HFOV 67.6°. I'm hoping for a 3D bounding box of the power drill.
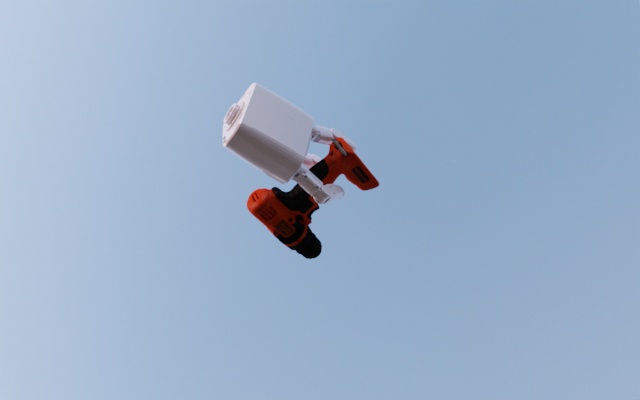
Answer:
[{"bbox_3d":[0.000,0.002,0.771,0.184,0.187,0.057,46,6,-45],"label":"power drill"}]
